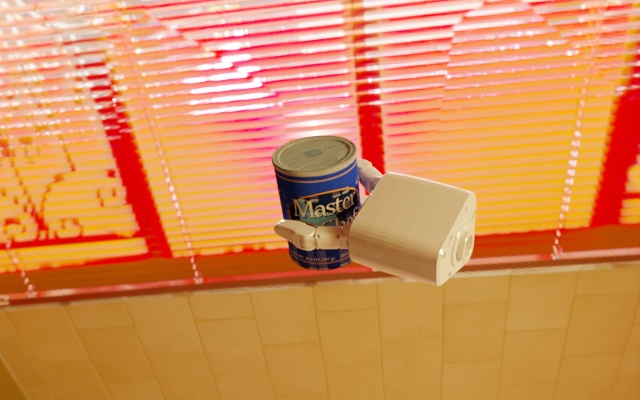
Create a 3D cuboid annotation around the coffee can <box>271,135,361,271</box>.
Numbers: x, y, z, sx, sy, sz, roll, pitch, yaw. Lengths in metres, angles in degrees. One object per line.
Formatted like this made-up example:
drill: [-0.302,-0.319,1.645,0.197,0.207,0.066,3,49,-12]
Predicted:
coffee can: [0.000,0.002,0.602,0.103,0.140,0.102,-6,30,3]
